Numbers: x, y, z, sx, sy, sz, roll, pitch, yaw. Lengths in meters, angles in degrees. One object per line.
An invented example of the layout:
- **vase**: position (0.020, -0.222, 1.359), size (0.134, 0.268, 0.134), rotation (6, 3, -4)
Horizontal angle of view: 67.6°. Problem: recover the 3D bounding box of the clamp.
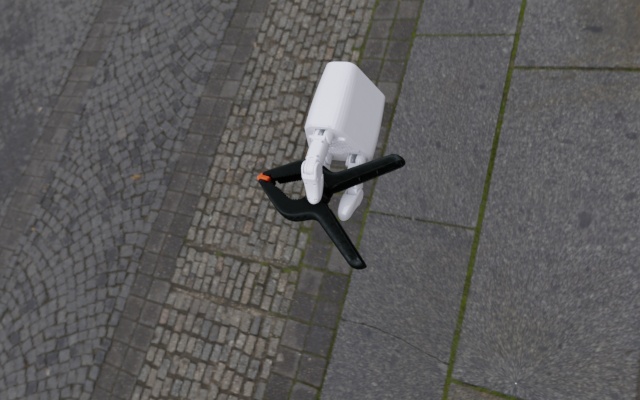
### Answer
- **clamp**: position (-0.001, 0.002, 0.666), size (0.210, 0.164, 0.036), rotation (8, -19, 25)
